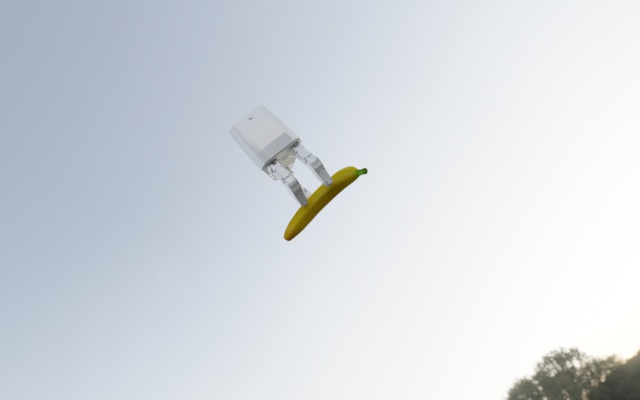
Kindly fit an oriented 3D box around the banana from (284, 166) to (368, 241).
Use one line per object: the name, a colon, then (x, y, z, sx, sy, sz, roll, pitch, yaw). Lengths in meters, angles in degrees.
banana: (0.002, -0.003, 0.889, 0.198, 0.037, 0.069, -43, 8, 7)
